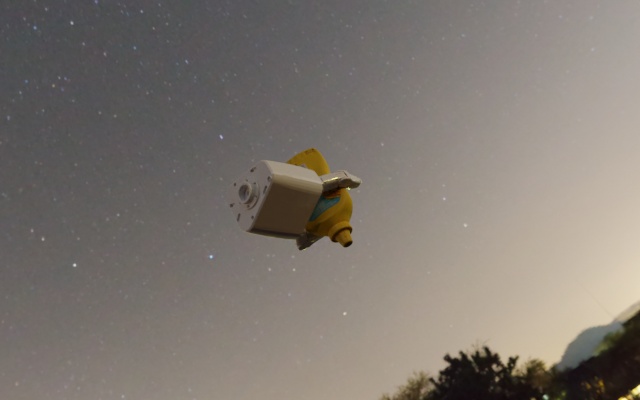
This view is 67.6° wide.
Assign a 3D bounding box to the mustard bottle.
[{"bbox_3d":[0.000,0.003,0.816,0.096,0.191,0.058,-36,-33,4],"label":"mustard bottle"}]
